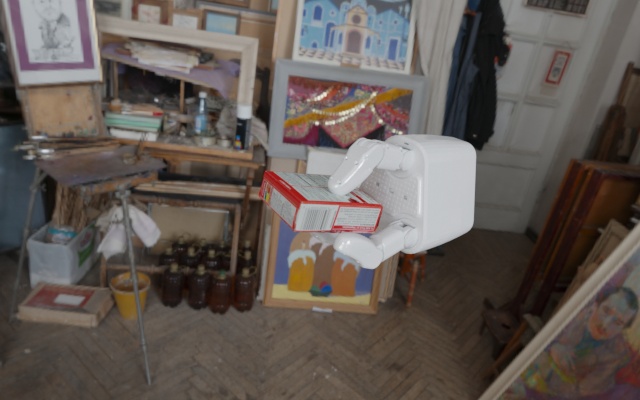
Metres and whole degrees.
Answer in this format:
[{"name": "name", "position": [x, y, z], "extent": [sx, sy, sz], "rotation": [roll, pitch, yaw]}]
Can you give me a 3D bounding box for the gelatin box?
[{"name": "gelatin box", "position": [0.000, 0.001, 0.430], "extent": [0.089, 0.030, 0.073], "rotation": [3, 22, -34]}]
